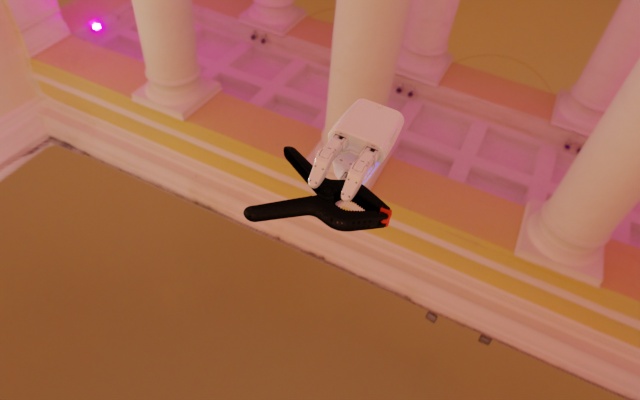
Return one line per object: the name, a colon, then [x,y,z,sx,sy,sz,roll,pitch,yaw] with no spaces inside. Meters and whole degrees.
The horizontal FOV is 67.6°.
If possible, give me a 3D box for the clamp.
clamp: [0.001,0.003,0.720,0.210,0.036,0.164,23,50,14]
